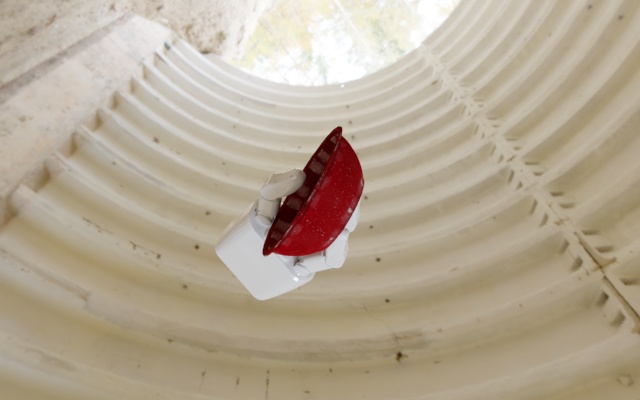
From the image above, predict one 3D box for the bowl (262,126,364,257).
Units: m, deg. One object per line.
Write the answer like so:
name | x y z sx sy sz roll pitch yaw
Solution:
bowl | 0.001 0.002 0.518 0.055 0.162 0.162 31 -6 -10
